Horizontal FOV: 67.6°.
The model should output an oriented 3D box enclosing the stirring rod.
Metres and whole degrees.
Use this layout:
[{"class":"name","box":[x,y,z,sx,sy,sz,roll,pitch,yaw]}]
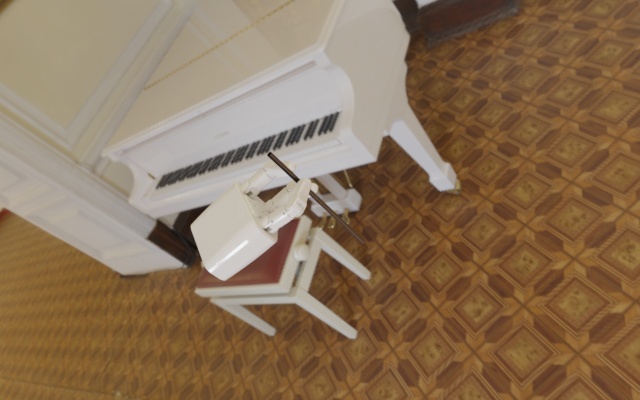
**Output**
[{"class":"stirring rod","box":[0.000,0.003,0.738,0.011,0.011,0.240,0,-34,46]}]
